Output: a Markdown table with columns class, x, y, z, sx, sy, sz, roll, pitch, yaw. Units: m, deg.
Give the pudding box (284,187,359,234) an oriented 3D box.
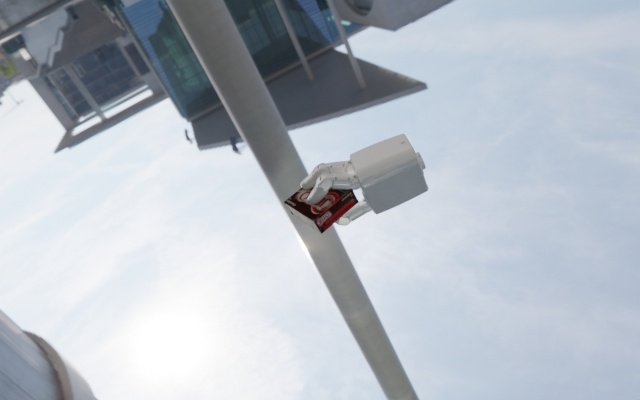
| class | x | y | z | sx | sy | sz | roll | pitch | yaw |
| --- | --- | --- | --- | --- | --- | --- | --- | --- | --- |
| pudding box | 0.000 | 0.003 | 0.852 | 0.090 | 0.039 | 0.113 | -39 | 31 | -16 |
